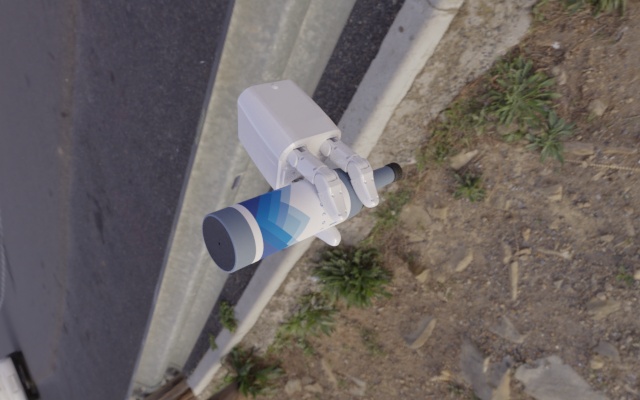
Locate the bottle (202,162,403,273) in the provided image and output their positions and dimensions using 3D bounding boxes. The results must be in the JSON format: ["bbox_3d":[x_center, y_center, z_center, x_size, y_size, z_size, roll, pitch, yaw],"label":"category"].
[{"bbox_3d":[0.000,0.002,0.591,0.295,0.069,0.069,-22,14,-38],"label":"bottle"}]
